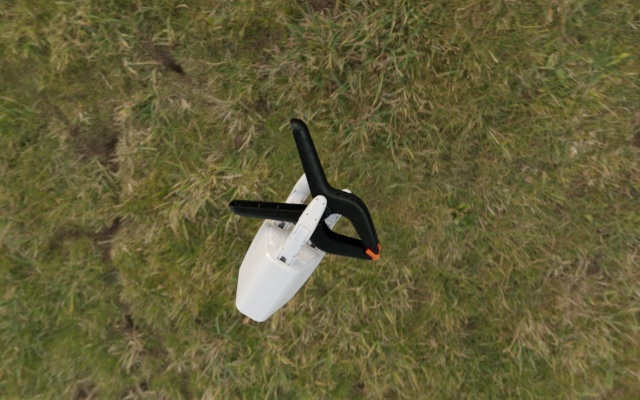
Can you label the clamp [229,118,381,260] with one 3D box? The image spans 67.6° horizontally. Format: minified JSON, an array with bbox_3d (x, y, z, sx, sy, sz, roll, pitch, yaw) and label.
[{"bbox_3d":[0.000,0.003,0.630,0.210,0.165,0.036,31,28,-3],"label":"clamp"}]
